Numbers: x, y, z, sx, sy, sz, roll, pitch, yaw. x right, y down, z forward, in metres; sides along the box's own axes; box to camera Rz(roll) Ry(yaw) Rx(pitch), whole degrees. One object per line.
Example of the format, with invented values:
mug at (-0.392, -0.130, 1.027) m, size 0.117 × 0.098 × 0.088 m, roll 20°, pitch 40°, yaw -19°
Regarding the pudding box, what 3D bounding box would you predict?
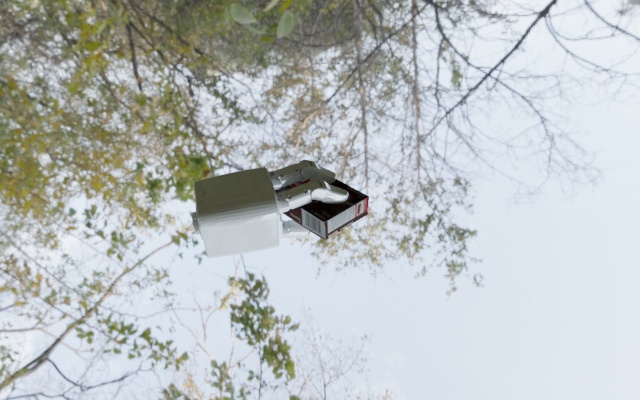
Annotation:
pudding box at (0.000, 0.002, 0.698) m, size 0.090 × 0.039 × 0.113 m, roll -29°, pitch 46°, yaw -33°
